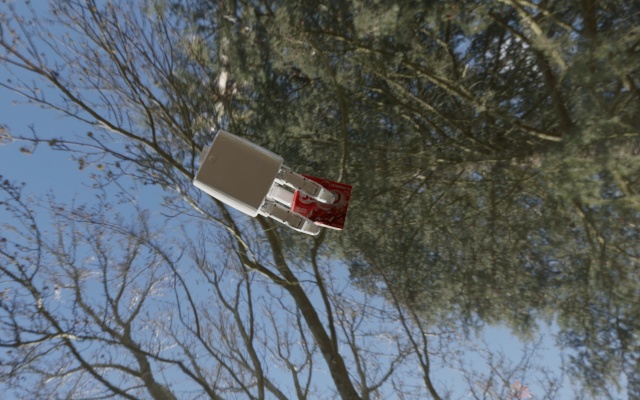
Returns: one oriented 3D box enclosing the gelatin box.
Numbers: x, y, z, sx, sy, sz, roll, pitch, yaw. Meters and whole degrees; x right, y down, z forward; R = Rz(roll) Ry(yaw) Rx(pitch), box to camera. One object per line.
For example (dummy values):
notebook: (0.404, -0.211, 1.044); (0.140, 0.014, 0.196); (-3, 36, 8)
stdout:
gelatin box: (0.000, 0.003, 0.770); (0.089, 0.073, 0.030); (13, -5, -12)
